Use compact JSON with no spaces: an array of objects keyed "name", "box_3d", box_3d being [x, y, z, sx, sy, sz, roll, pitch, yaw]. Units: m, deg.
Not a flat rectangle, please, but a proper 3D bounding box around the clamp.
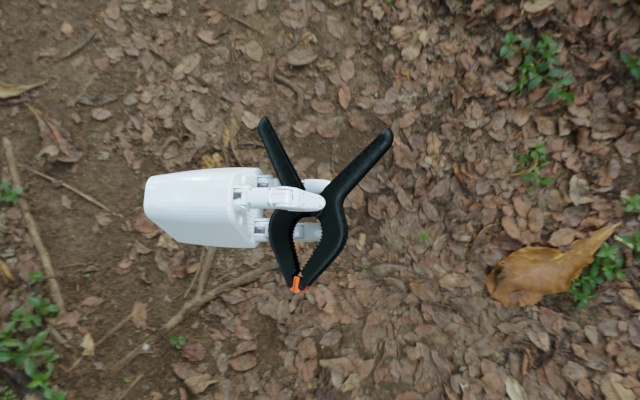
[{"name":"clamp","box_3d":[0.000,0.002,0.553,0.164,0.210,0.036,1,-9,14]}]
